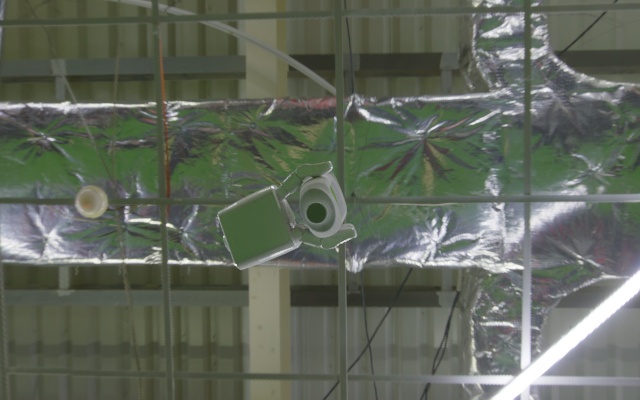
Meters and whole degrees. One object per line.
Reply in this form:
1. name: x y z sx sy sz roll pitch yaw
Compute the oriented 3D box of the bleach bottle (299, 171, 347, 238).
1. bleach bottle: 0.000 0.003 0.773 0.068 0.102 0.251 -23 1 5
